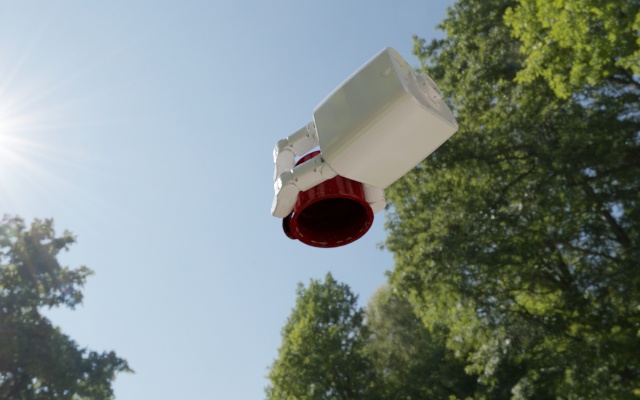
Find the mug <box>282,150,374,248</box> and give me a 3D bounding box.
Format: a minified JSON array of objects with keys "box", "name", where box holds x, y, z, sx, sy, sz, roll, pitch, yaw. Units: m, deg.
[{"box":[-0.001,0.002,0.558,0.117,0.081,0.093,-37,-49,27],"name":"mug"}]
